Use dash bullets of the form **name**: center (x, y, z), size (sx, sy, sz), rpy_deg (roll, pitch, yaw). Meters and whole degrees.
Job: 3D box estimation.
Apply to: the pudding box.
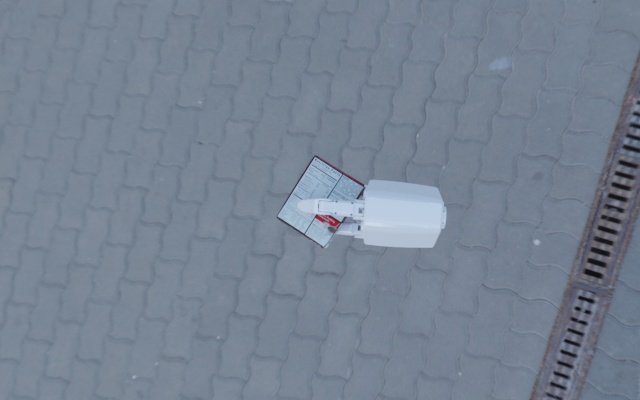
- **pudding box**: center (0.000, 0.002, 0.713), size (0.090, 0.113, 0.039), rpy_deg (33, 1, 5)
